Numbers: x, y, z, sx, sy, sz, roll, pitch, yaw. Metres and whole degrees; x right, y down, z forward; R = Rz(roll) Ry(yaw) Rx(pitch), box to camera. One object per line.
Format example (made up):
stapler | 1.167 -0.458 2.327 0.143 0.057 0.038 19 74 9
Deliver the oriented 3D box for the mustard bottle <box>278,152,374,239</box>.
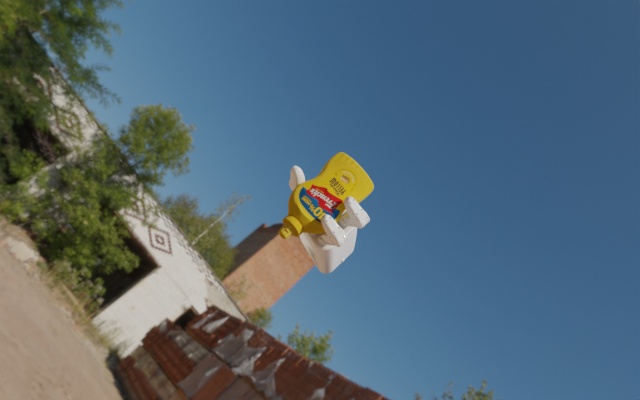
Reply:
mustard bottle | 0.000 0.002 0.850 0.191 0.096 0.058 -41 -3 -23
